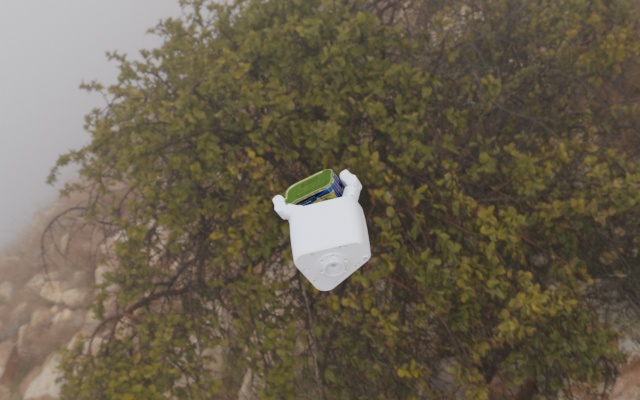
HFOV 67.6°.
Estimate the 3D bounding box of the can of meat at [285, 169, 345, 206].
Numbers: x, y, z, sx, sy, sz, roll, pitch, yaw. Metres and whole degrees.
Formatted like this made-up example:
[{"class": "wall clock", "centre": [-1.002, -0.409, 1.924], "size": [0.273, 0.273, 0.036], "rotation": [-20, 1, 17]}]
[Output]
[{"class": "can of meat", "centre": [0.000, 0.002, 0.830], "size": [0.102, 0.084, 0.057], "rotation": [-26, 35, 18]}]
